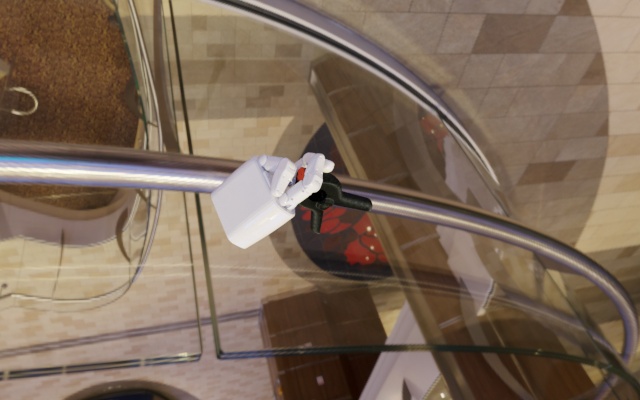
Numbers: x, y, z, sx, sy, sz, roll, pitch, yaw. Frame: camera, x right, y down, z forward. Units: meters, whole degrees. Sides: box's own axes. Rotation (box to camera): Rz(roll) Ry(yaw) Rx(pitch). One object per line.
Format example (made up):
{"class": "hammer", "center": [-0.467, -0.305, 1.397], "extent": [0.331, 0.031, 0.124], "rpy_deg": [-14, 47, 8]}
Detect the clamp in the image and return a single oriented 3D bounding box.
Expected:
{"class": "clamp", "center": [0.000, 0.003, 0.807], "extent": [0.120, 0.039, 0.171], "rpy_deg": [-35, -42, 19]}
